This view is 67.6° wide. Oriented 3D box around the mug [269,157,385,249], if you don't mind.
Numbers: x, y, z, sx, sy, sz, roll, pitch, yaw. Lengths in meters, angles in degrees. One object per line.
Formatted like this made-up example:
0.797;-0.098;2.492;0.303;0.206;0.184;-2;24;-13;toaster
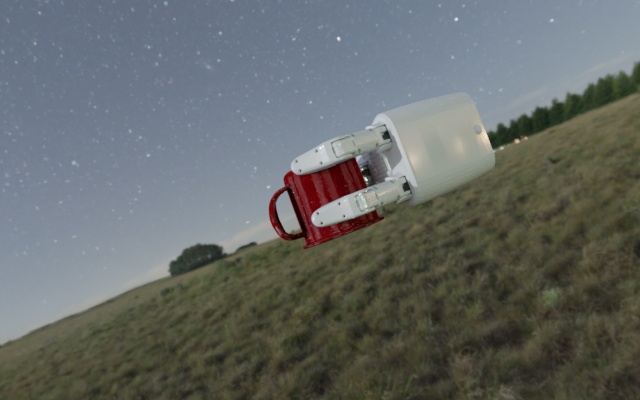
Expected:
-0.001;0.002;0.505;0.117;0.081;0.093;-20;-3;-21;mug
